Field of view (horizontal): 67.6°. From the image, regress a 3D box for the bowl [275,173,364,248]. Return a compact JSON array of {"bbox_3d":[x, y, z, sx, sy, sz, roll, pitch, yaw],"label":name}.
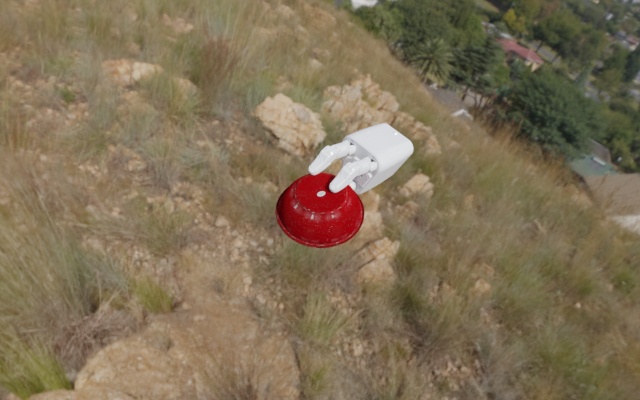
[{"bbox_3d":[-0.001,0.003,0.843,0.162,0.162,0.055,0,-38,-3],"label":"bowl"}]
